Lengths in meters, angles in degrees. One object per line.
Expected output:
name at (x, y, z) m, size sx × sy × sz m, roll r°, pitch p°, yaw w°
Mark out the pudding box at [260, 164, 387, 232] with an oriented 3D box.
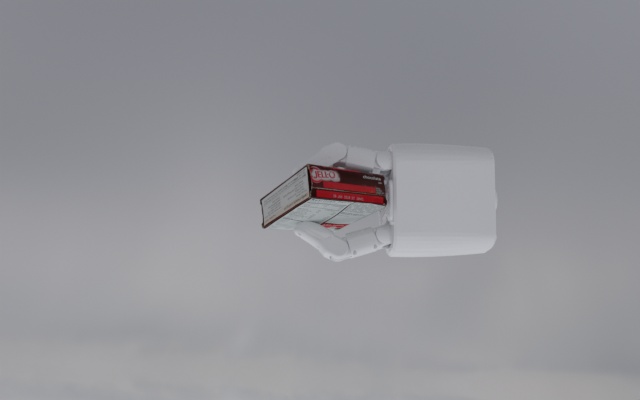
pudding box at (0.000, 0.002, 0.496) m, size 0.090 × 0.039 × 0.113 m, roll 7°, pitch -23°, yaw -30°
